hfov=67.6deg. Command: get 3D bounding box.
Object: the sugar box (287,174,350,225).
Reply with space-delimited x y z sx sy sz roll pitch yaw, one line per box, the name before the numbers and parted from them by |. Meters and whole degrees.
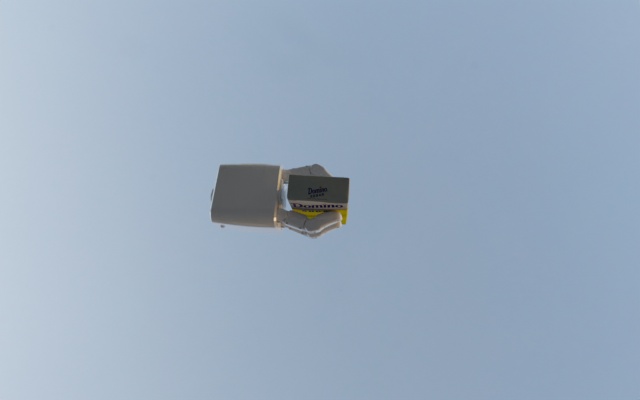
sugar box | 0.000 0.003 0.782 0.093 0.048 0.176 3 -10 4
